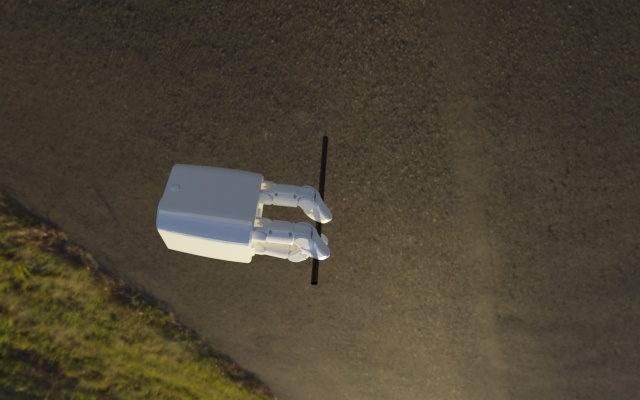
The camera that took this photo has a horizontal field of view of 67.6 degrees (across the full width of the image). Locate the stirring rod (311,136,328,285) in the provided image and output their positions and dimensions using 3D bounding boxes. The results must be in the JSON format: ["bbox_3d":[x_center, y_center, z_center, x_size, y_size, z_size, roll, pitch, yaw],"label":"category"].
[{"bbox_3d":[0.000,0.002,0.626,0.011,0.239,0.011,3,-38,2],"label":"stirring rod"}]
